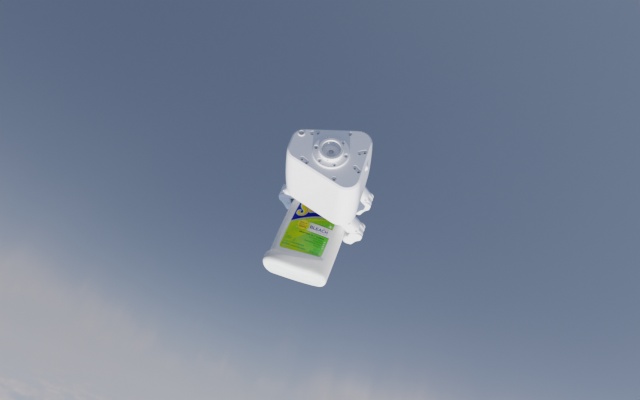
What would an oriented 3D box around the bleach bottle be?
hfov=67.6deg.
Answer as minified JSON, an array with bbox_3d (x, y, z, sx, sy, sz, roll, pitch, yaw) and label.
[{"bbox_3d":[0.000,0.003,0.755,0.102,0.250,0.068,16,-25,7],"label":"bleach bottle"}]
